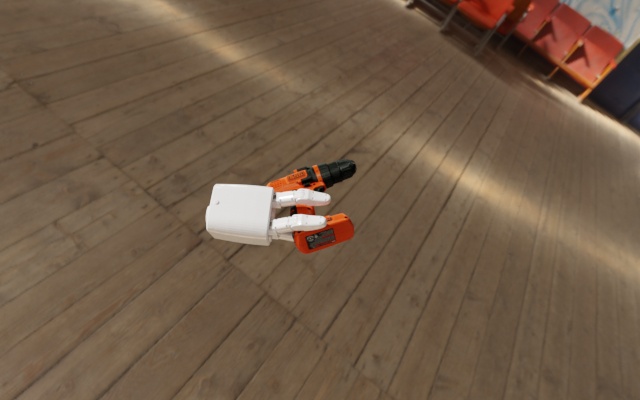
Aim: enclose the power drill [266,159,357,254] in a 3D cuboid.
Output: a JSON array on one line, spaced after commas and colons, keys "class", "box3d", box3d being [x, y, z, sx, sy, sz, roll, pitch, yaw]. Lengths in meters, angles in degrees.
[{"class": "power drill", "box3d": [0.000, 0.003, 0.888, 0.184, 0.057, 0.187, -20, 40, -2]}]
